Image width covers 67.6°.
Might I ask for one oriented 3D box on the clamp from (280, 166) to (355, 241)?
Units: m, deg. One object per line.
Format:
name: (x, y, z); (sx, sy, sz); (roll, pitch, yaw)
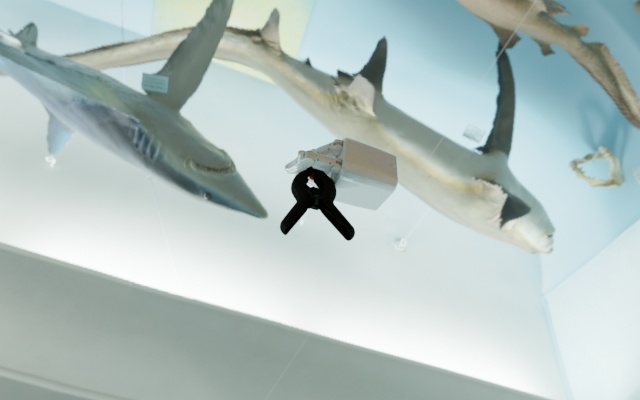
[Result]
clamp: (0.000, 0.003, 0.804); (0.120, 0.171, 0.039); (17, -46, -10)
